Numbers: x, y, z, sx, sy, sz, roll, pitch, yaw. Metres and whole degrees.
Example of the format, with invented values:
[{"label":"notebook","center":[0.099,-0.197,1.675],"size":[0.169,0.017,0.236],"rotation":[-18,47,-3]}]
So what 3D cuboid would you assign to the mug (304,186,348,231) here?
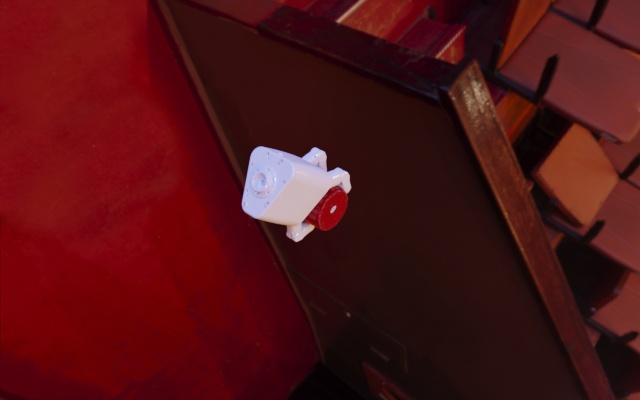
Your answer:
[{"label":"mug","center":[0.001,0.003,0.862],"size":[0.081,0.093,0.117],"rotation":[29,9,32]}]
